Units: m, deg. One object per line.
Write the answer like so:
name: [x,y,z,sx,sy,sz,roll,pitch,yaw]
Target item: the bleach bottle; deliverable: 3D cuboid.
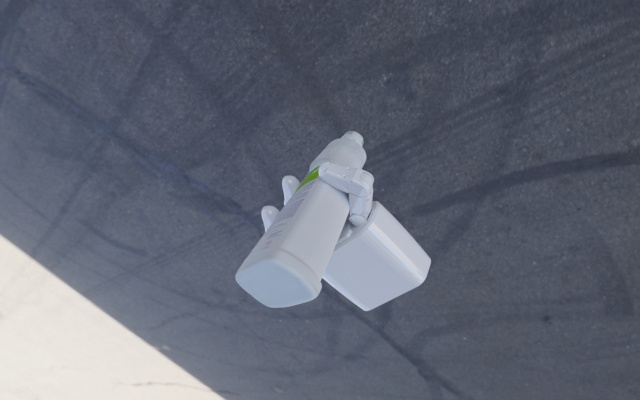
bleach bottle: [0.000,0.002,0.556,0.068,0.250,0.102,43,-40,-17]
